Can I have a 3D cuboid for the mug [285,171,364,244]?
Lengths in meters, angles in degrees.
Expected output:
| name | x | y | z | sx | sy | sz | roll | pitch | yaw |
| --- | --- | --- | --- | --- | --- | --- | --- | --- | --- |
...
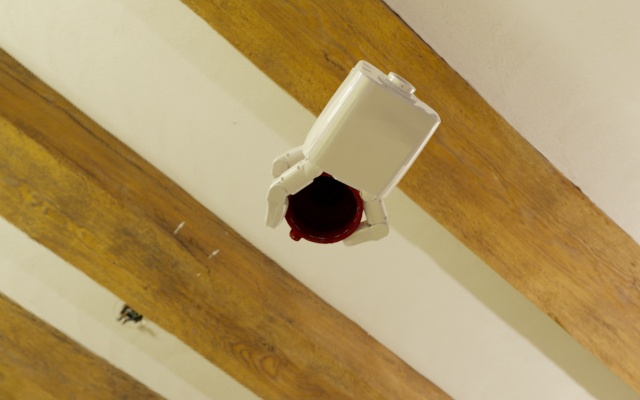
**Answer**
| name | x | y | z | sx | sy | sz | roll | pitch | yaw |
| --- | --- | --- | --- | --- | --- | --- | --- | --- | --- |
| mug | -0.001 | 0.003 | 0.586 | 0.093 | 0.117 | 0.081 | 33 | 24 | -8 |
